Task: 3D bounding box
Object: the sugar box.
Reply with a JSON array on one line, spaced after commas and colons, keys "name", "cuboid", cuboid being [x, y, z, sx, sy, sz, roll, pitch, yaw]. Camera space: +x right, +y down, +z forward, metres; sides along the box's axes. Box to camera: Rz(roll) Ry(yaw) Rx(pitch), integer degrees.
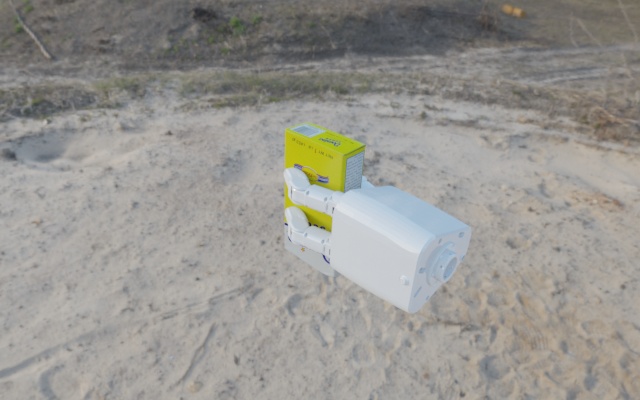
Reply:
[{"name": "sugar box", "cuboid": [0.000, 0.002, 0.582, 0.093, 0.176, 0.048, 28, 38, 34]}]
